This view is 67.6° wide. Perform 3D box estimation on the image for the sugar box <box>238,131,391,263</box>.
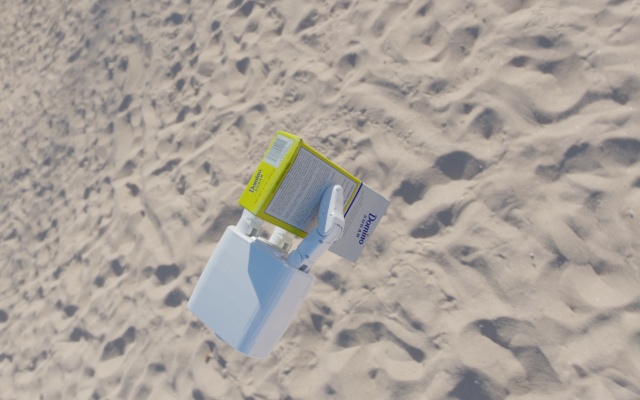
[{"bbox_3d":[0.000,0.002,0.553,0.048,0.093,0.176,30,-1,45],"label":"sugar box"}]
